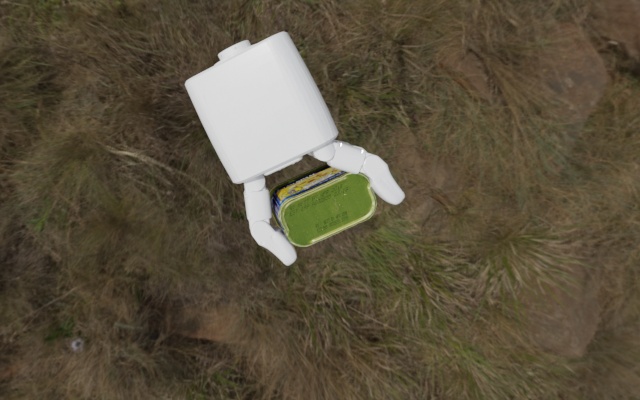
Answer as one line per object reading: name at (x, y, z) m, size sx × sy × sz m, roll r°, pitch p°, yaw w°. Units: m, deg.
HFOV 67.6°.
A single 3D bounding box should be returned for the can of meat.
can of meat at (0.000, 0.002, 0.499) m, size 0.102 × 0.057 × 0.084 m, roll -25°, pitch 14°, yaw -7°
